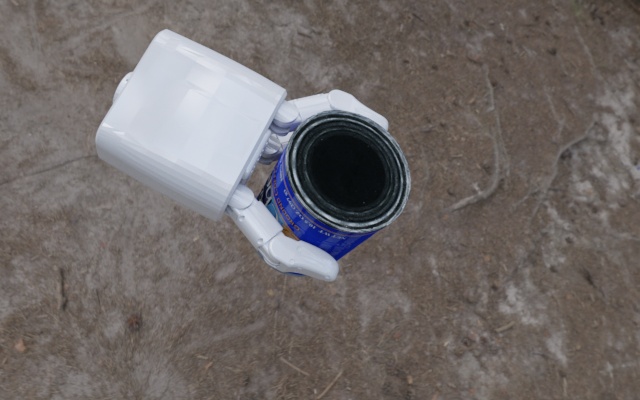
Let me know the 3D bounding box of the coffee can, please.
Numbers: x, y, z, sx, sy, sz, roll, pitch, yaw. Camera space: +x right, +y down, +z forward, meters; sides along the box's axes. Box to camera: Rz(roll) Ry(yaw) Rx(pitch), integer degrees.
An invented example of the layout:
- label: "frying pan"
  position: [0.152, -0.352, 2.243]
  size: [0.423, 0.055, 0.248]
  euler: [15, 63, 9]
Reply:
- label: "coffee can"
  position: [0.000, 0.002, 0.420]
  size: [0.103, 0.102, 0.140]
  euler: [0, -22, -21]
